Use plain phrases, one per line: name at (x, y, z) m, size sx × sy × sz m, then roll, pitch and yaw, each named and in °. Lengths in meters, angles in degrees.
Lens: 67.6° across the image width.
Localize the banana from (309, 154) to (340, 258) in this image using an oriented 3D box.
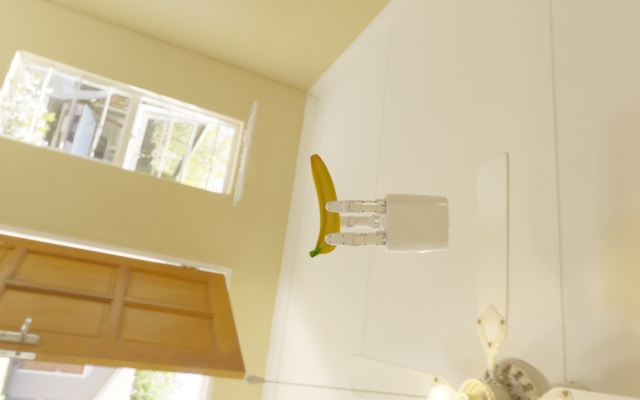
banana at (0.008, 0.013, 0.842) m, size 0.037 × 0.197 × 0.070 m, roll -14°, pitch -29°, yaw 23°
